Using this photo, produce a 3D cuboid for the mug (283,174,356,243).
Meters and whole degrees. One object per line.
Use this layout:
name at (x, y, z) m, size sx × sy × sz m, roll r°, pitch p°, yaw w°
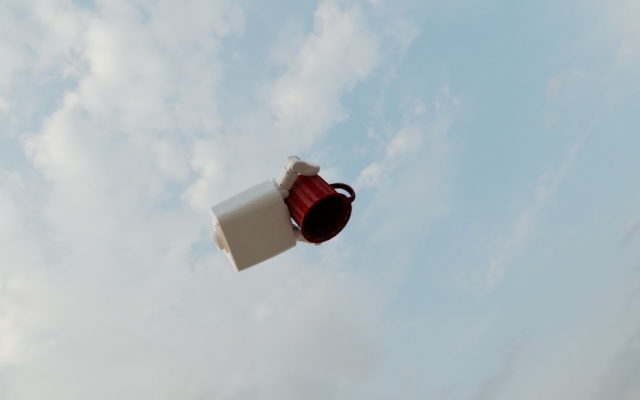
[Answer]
mug at (0.001, 0.002, 0.766) m, size 0.117 × 0.093 × 0.081 m, roll -27°, pitch 44°, yaw -18°
